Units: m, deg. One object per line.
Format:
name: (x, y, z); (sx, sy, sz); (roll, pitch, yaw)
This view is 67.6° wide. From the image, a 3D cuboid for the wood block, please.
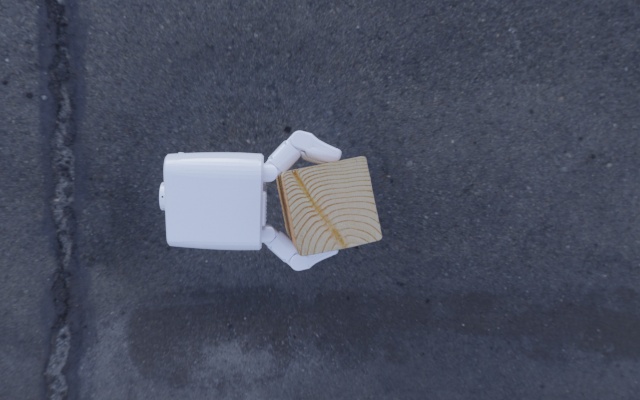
wood block: (0.000, 0.002, 0.586); (0.090, 0.091, 0.206); (-12, 4, -6)
